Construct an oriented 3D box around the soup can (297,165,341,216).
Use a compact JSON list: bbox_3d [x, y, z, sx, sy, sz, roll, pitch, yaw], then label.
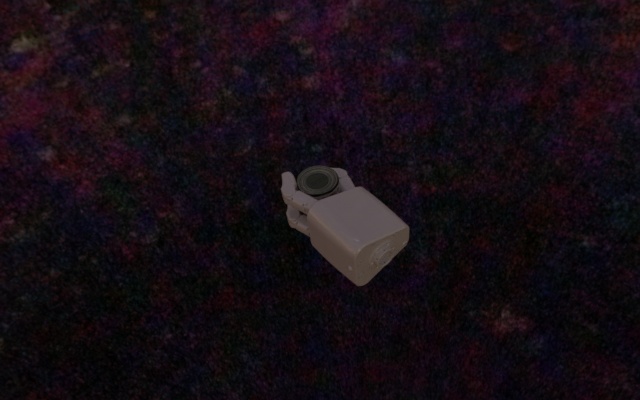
[{"bbox_3d":[0.000,0.002,0.771,0.068,0.068,0.102,0,-43,8],"label":"soup can"}]
